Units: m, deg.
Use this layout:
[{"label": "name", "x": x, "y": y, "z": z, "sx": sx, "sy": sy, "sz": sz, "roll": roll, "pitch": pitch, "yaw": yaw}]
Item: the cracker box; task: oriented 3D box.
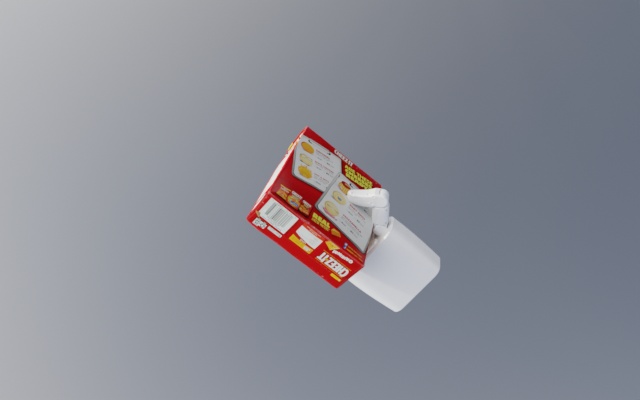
[{"label": "cracker box", "x": 0.000, "y": 0.002, "z": 0.717, "sx": 0.072, "sy": 0.164, "sz": 0.213, "roll": -45, "pitch": 13, "yaw": 32}]
